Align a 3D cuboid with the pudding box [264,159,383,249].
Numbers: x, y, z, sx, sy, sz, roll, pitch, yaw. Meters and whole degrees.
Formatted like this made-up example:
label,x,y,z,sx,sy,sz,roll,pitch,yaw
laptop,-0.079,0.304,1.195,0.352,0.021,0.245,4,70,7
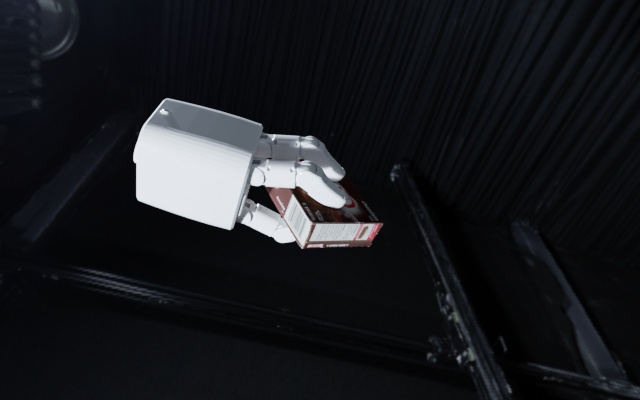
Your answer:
label,x,y,z,sx,sy,sz,roll,pitch,yaw
pudding box,0.000,0.002,0.516,0.090,0.039,0.113,1,39,-33
